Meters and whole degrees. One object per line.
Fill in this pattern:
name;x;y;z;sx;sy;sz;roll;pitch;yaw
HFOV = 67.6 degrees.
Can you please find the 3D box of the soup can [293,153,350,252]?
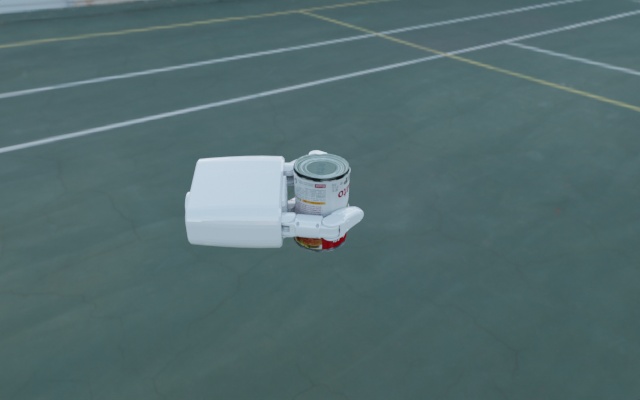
soup can;0.001;0.002;0.580;0.068;0.102;0.068;1;32;-1
